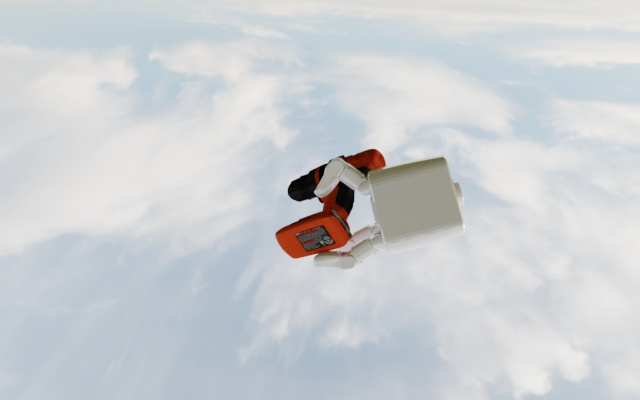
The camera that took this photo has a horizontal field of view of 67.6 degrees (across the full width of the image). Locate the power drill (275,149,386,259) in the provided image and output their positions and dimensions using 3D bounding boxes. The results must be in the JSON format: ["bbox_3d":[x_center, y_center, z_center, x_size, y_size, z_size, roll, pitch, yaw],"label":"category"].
[{"bbox_3d":[0.000,0.003,0.725,0.184,0.057,0.187,-21,28,33],"label":"power drill"}]
